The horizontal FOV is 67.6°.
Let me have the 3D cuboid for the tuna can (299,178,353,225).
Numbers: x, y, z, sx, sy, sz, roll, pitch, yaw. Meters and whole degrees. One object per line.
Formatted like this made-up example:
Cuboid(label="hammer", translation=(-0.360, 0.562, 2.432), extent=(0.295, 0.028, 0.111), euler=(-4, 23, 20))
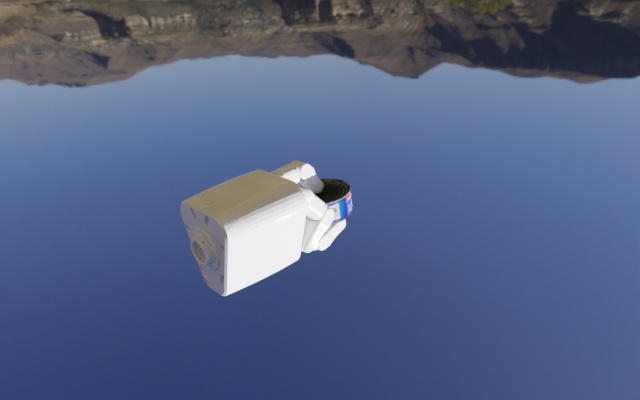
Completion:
Cuboid(label="tuna can", translation=(0.000, 0.003, 0.644), extent=(0.086, 0.034, 0.086), euler=(-7, 24, 3))
